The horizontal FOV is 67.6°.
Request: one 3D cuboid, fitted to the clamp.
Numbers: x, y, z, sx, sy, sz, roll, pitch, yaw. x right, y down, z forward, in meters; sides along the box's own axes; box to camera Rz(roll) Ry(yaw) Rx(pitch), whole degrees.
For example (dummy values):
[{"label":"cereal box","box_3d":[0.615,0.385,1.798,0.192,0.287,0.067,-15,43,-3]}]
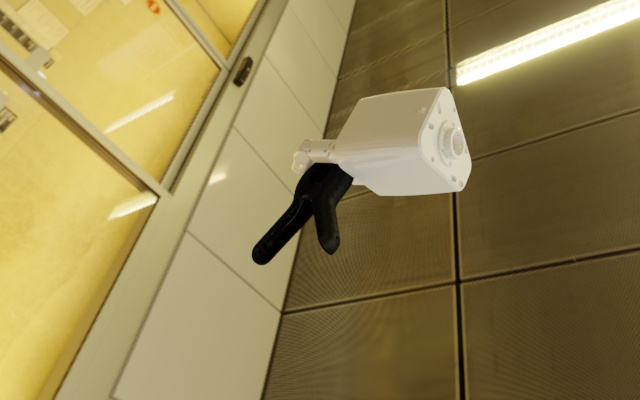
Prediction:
[{"label":"clamp","box_3d":[0.000,0.002,0.536,0.120,0.171,0.039,0,-39,43]}]
